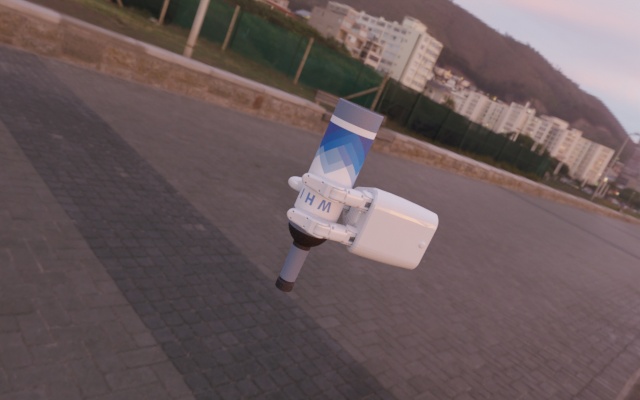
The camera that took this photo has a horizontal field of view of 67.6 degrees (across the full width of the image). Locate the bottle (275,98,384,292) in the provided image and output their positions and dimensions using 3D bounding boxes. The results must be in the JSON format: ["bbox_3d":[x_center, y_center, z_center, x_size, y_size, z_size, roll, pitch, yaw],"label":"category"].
[{"bbox_3d":[0.000,0.002,0.695,0.069,0.296,0.069,22,14,-6],"label":"bottle"}]
